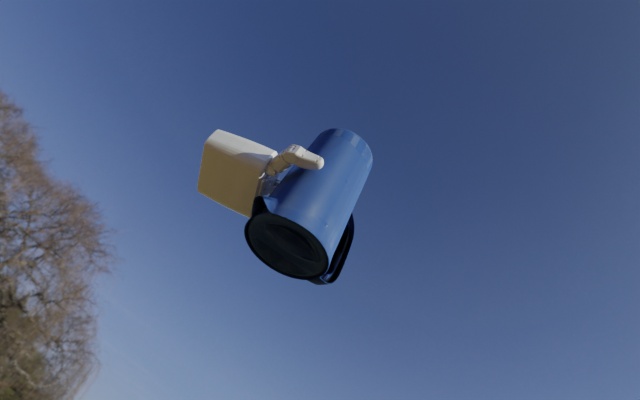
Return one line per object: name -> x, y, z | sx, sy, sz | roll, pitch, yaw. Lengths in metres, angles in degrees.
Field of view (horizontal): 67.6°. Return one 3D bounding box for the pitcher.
pitcher -> 0.000, 0.002, 0.752 | 0.145, 0.149, 0.242 | 23, 49, 9
